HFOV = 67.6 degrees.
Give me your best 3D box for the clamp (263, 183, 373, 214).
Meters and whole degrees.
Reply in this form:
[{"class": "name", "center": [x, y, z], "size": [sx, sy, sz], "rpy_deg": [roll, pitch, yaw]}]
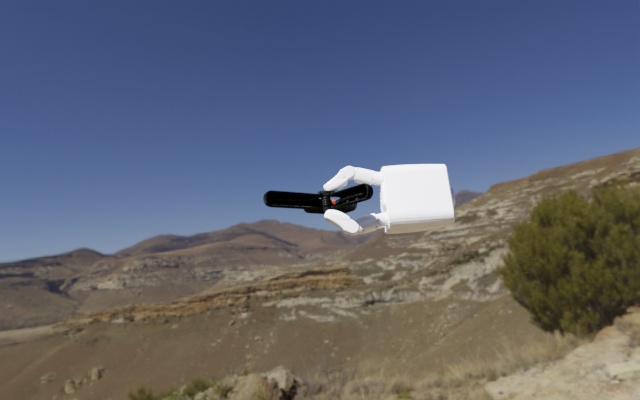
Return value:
[{"class": "clamp", "center": [0.000, 0.002, 0.792], "size": [0.164, 0.036, 0.210], "rpy_deg": [-2, -7, 3]}]
